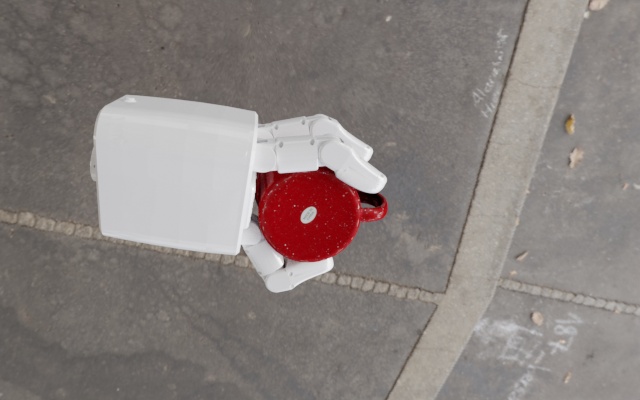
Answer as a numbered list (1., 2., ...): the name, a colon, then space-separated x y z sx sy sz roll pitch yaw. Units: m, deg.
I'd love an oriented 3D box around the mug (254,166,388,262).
1. mug: 0.001 0.002 0.407 0.117 0.093 0.081 7 20 -10
